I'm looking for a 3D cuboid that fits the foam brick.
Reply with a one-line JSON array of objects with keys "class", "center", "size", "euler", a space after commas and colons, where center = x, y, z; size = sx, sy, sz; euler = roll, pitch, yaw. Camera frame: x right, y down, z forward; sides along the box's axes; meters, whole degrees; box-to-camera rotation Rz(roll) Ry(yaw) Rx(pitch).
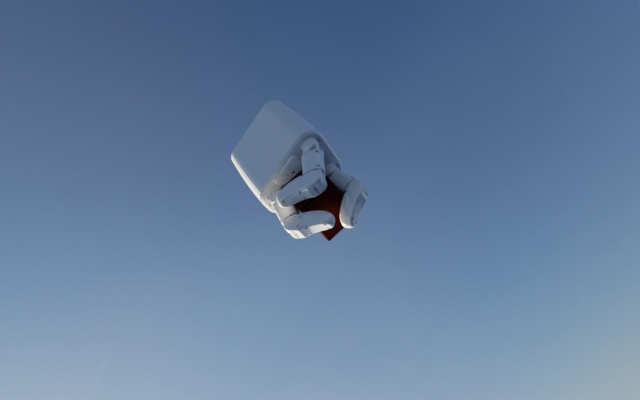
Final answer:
[{"class": "foam brick", "center": [0.000, 0.002, 0.594], "size": [0.051, 0.053, 0.078], "euler": [46, -3, 42]}]
